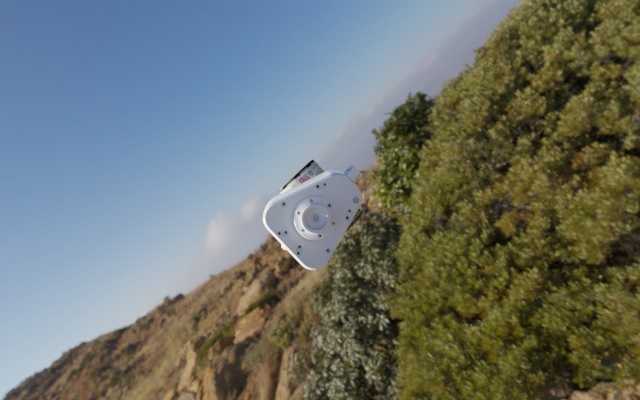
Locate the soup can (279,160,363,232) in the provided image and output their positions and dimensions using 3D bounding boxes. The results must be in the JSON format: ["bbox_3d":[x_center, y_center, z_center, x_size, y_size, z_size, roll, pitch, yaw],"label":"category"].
[{"bbox_3d":[0.000,0.002,0.664,0.068,0.102,0.068,-43,3,3],"label":"soup can"}]
